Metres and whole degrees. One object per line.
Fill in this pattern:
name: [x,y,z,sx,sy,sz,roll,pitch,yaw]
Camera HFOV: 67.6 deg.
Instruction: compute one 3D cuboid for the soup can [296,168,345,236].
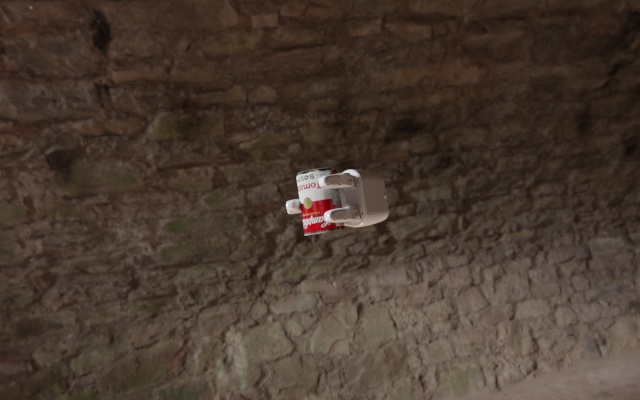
soup can: [0.000,0.002,0.783,0.068,0.102,0.068,-8,-4,-1]
